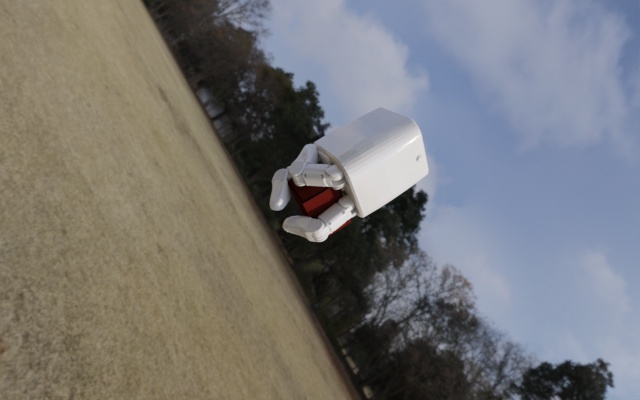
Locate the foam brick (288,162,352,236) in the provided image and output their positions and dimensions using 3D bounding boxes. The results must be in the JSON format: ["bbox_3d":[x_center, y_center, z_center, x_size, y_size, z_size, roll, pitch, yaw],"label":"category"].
[{"bbox_3d":[0.000,0.002,0.619,0.051,0.078,0.053,-31,45,-7],"label":"foam brick"}]
